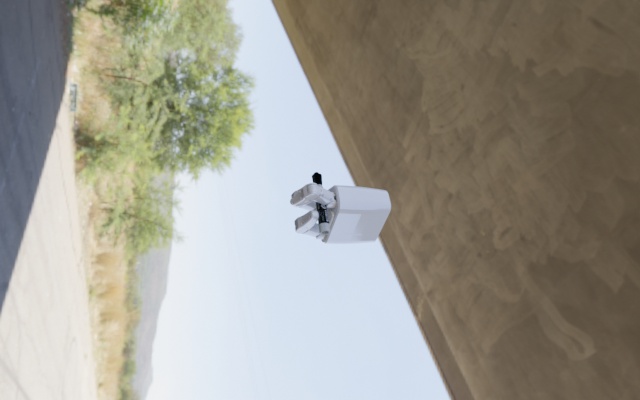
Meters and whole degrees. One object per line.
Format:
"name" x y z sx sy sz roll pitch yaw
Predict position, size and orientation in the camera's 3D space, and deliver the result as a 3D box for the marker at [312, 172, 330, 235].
"marker" 0.000 0.003 0.841 0.020 0.121 0.020 -6 -28 -4
